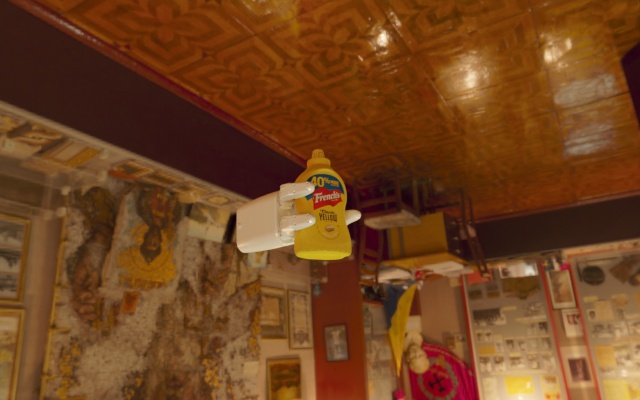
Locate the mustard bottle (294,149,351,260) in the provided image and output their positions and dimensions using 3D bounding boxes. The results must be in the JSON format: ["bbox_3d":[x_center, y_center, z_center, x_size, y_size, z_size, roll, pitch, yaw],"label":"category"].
[{"bbox_3d":[0.000,0.003,0.821,0.096,0.191,0.058,6,-20,-26],"label":"mustard bottle"}]
